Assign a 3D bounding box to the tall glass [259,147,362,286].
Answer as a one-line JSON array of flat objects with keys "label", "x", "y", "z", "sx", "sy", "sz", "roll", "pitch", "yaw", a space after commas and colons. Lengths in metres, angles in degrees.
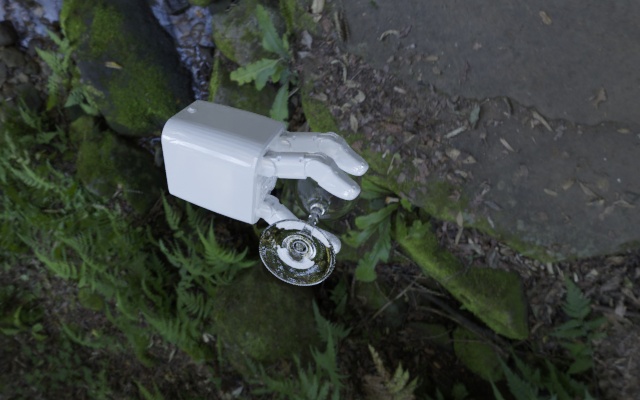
[{"label": "tall glass", "x": 0.000, "y": 0.002, "z": 0.526, "sx": 0.079, "sy": 0.079, "sz": 0.201, "roll": 0, "pitch": 29, "yaw": 15}]
